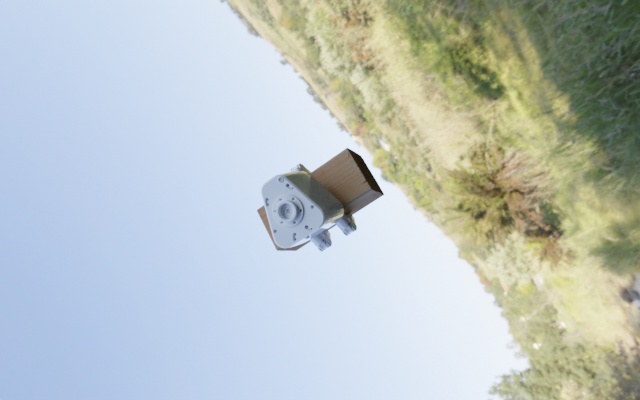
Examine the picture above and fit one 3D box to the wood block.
[{"bbox_3d":[0.000,0.003,0.881,0.206,0.090,0.090,-33,-16,16],"label":"wood block"}]
